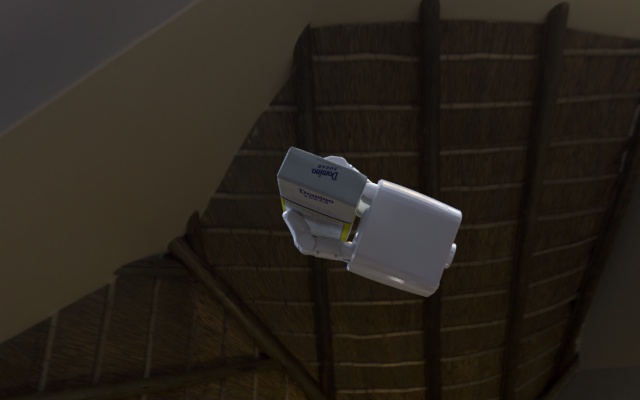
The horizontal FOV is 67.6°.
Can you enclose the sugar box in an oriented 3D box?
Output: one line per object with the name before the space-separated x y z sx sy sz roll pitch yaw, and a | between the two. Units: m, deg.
sugar box | 0.000 0.002 0.586 0.093 0.048 0.176 22 -20 5
